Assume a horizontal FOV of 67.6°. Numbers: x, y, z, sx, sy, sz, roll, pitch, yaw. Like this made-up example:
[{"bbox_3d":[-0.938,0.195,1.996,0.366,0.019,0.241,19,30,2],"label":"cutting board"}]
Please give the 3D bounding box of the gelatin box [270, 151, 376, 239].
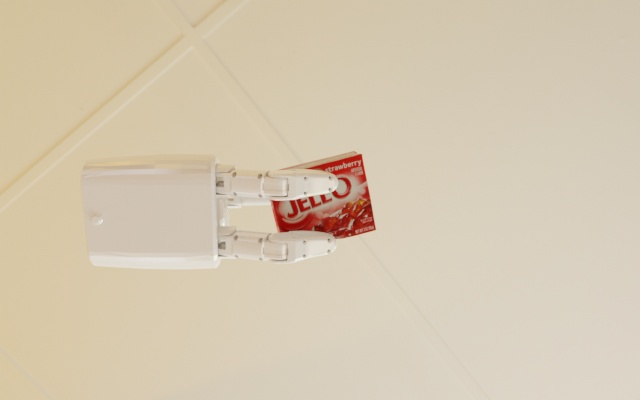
[{"bbox_3d":[0.000,0.001,0.434,0.089,0.073,0.030,-14,15,-8],"label":"gelatin box"}]
